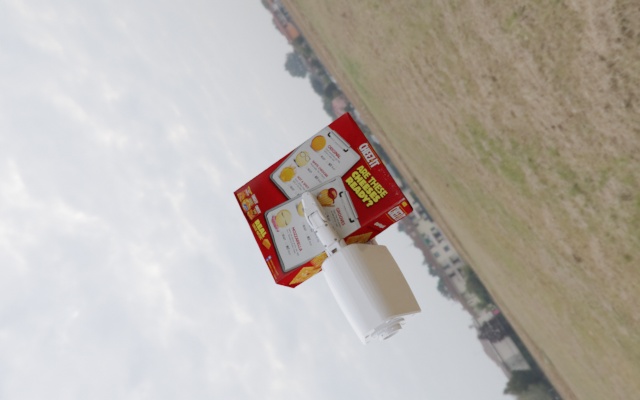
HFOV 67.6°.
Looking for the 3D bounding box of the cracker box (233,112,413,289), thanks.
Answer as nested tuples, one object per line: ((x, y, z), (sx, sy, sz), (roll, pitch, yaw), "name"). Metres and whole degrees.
((0.000, 0.002, 0.697), (0.214, 0.164, 0.072), (-34, -25, 10), "cracker box")
